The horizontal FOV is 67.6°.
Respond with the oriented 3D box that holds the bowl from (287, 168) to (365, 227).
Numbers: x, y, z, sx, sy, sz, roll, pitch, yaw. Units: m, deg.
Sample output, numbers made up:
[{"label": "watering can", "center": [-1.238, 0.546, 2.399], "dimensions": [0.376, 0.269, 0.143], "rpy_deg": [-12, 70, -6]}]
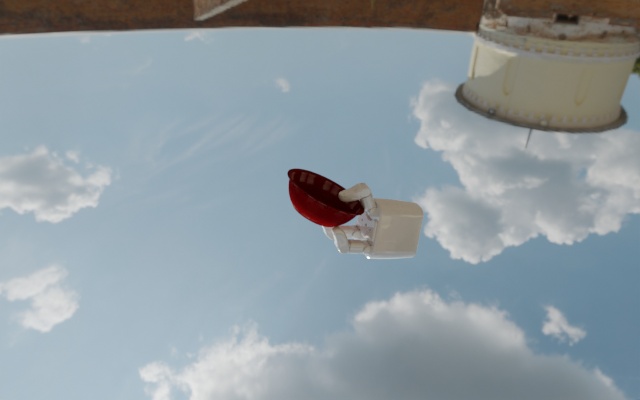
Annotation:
[{"label": "bowl", "center": [-0.001, 0.003, 0.900], "dimensions": [0.162, 0.055, 0.162], "rpy_deg": [26, 18, -9]}]
